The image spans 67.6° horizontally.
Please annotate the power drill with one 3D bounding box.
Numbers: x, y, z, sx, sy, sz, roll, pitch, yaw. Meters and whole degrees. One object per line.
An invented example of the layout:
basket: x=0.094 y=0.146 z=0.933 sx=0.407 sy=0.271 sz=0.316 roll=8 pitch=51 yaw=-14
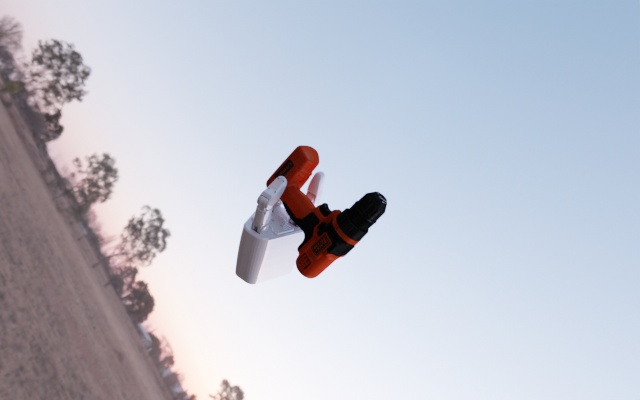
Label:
power drill: x=0.000 y=0.002 z=0.758 sx=0.184 sy=0.187 sz=0.057 roll=-44 pitch=-33 yaw=23
